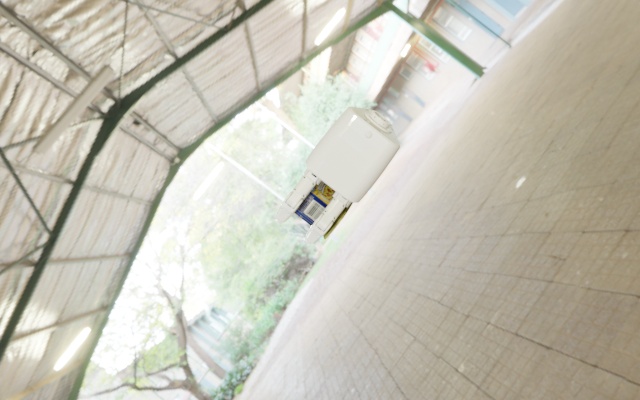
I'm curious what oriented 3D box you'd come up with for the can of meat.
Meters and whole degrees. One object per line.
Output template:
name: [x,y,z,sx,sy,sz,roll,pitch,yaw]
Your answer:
can of meat: [0.000,0.002,0.754,0.084,0.057,0.102,38,25,0]
